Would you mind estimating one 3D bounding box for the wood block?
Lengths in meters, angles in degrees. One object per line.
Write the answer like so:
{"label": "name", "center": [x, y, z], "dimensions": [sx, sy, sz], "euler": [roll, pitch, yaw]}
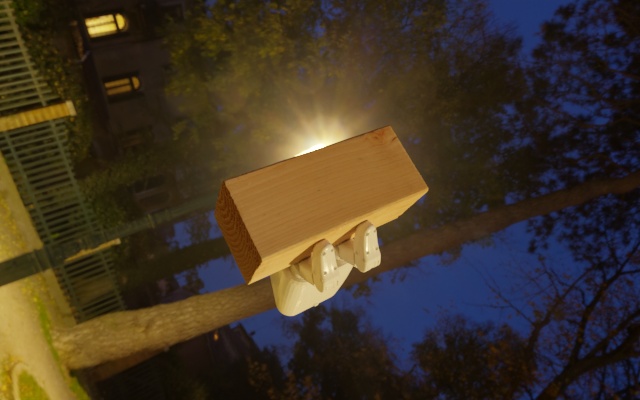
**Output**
{"label": "wood block", "center": [0.000, 0.002, 0.526], "dimensions": [0.206, 0.090, 0.090], "euler": [-22, -16, -26]}
